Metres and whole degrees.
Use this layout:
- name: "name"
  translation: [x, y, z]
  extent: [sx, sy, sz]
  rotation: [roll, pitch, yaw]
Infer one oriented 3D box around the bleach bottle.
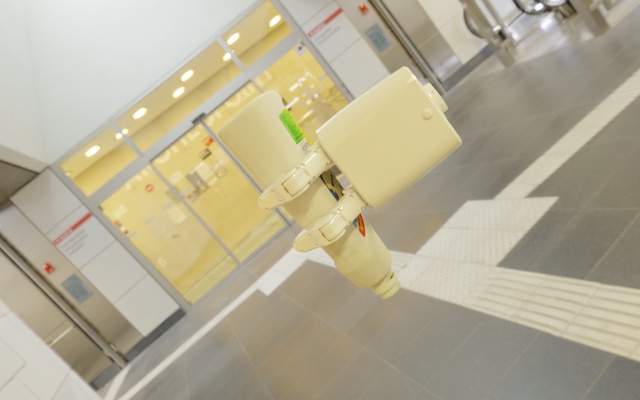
- name: "bleach bottle"
  translation: [0.000, 0.002, 0.516]
  extent: [0.068, 0.251, 0.102]
  rotation: [-37, 11, 14]
